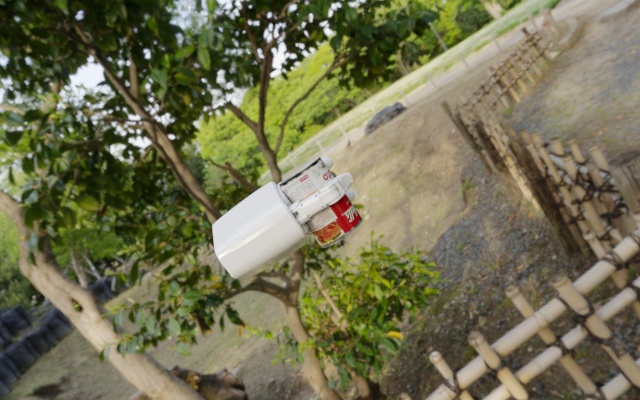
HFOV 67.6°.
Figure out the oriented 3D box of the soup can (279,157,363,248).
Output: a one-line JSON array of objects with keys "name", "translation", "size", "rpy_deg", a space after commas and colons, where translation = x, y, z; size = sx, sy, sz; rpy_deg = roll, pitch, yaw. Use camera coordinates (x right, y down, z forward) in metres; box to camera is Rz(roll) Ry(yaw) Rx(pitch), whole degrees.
[{"name": "soup can", "translation": [0.000, 0.002, 0.633], "size": [0.068, 0.102, 0.068], "rpy_deg": [-34, 8, 5]}]
